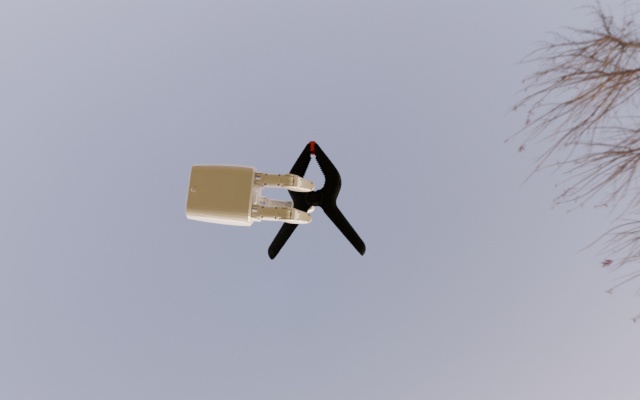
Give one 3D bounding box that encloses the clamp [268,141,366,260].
[{"bbox_3d":[0.000,0.002,0.822,0.164,0.210,0.036,4,-11,1],"label":"clamp"}]
